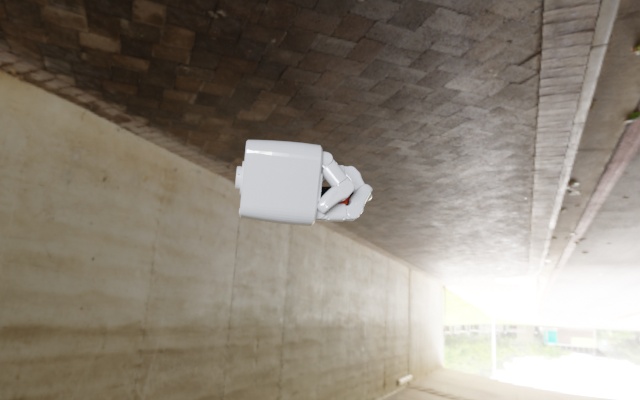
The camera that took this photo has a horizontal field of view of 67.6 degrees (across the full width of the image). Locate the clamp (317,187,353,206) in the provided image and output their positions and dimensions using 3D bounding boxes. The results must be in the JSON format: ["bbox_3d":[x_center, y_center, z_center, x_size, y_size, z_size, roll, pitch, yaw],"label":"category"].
[{"bbox_3d":[0.000,0.003,0.774,0.120,0.039,0.171,6,-14,-9],"label":"clamp"}]
